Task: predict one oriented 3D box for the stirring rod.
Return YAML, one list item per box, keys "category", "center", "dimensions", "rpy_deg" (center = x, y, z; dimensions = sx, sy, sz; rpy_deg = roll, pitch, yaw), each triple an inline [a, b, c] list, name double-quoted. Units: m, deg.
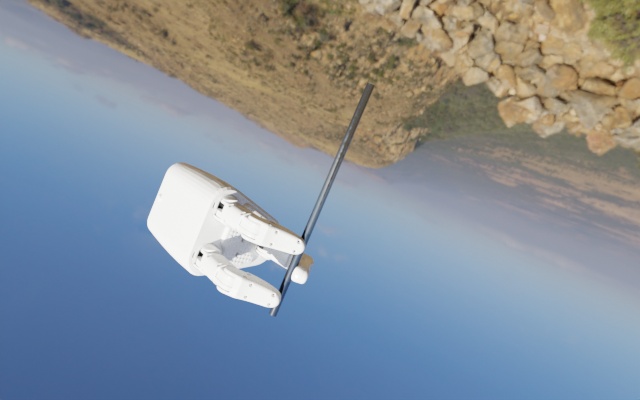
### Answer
- category: "stirring rod"
  center: [0.000, 0.001, 0.457]
  dimensions: [0.011, 0.239, 0.011]
  rpy_deg: [23, 5, -2]
